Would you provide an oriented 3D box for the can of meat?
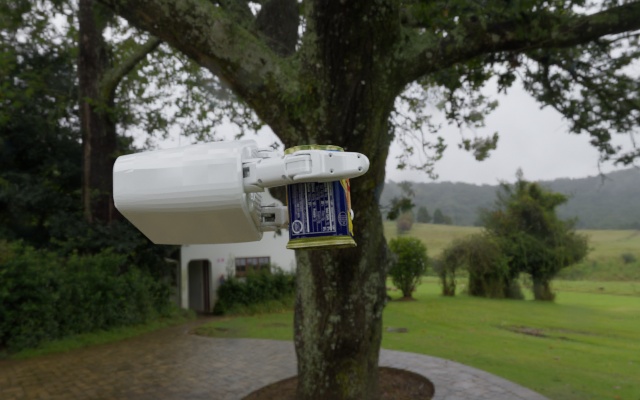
[{"bbox_3d":[0.000,0.001,0.432,0.057,0.084,0.102,-5,-8,5],"label":"can of meat"}]
